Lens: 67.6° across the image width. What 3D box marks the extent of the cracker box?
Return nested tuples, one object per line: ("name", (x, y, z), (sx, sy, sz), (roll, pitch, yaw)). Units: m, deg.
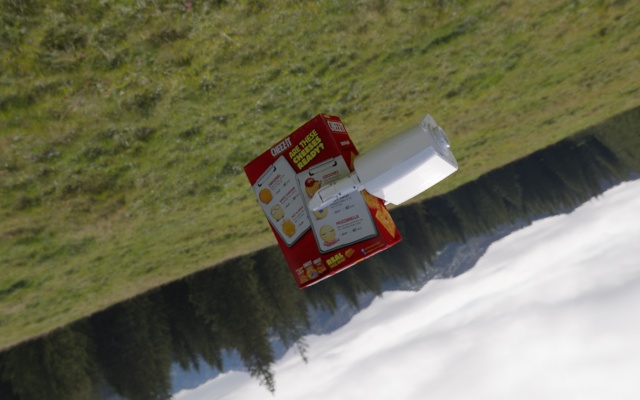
("cracker box", (0.000, 0.003, 0.728), (0.164, 0.213, 0.072), (-31, -10, 26))
